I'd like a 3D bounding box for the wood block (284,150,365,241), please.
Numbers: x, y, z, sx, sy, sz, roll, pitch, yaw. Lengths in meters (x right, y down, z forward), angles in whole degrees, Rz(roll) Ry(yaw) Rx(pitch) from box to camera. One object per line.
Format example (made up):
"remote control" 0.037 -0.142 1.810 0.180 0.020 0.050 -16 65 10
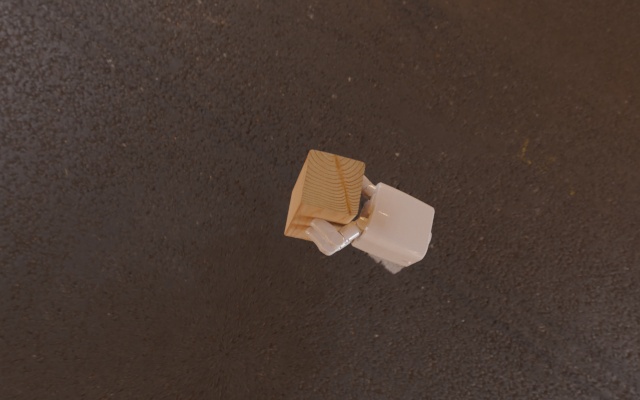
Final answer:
"wood block" 0.001 0.002 0.811 0.090 0.090 0.206 13 -19 -7
